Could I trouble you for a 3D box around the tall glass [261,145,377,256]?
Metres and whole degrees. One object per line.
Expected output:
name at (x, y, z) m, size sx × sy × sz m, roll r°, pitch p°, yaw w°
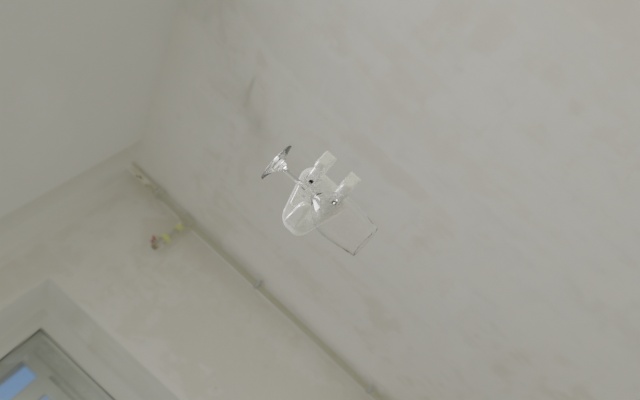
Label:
tall glass at (0.000, 0.002, 0.794) m, size 0.201 × 0.079 × 0.079 m, roll 42°, pitch 2°, yaw 2°
